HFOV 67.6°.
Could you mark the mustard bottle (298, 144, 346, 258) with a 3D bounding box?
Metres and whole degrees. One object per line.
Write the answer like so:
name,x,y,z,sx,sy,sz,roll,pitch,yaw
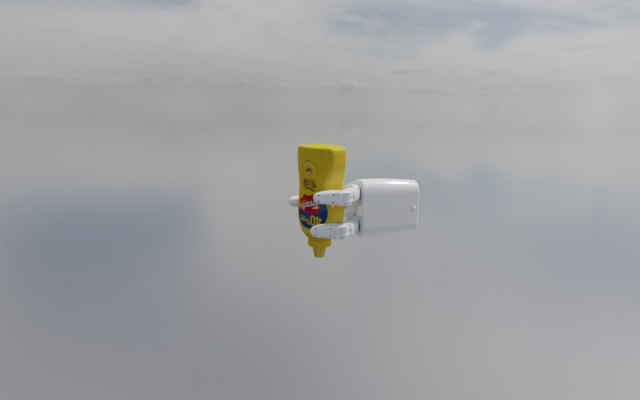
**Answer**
mustard bottle,0.000,0.002,0.808,0.058,0.192,0.096,-9,15,-40
